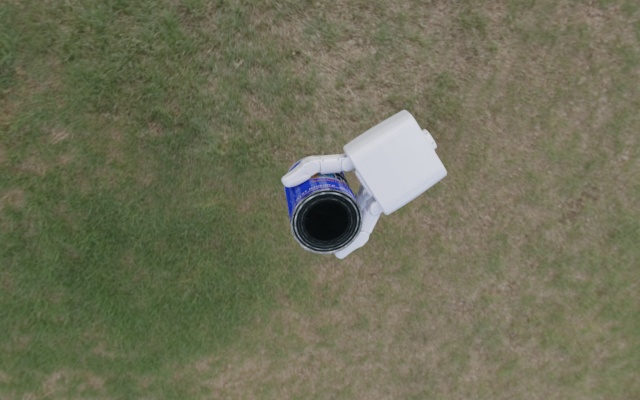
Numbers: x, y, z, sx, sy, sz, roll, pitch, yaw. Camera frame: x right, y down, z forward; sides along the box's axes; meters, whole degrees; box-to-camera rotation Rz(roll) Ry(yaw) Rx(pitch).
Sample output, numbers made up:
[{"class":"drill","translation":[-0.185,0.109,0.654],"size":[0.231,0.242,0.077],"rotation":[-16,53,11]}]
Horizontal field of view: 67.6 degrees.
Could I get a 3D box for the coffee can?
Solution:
[{"class":"coffee can","translation":[0.000,0.002,0.727],"size":[0.103,0.103,0.140],"rotation":[0,24,-8]}]
